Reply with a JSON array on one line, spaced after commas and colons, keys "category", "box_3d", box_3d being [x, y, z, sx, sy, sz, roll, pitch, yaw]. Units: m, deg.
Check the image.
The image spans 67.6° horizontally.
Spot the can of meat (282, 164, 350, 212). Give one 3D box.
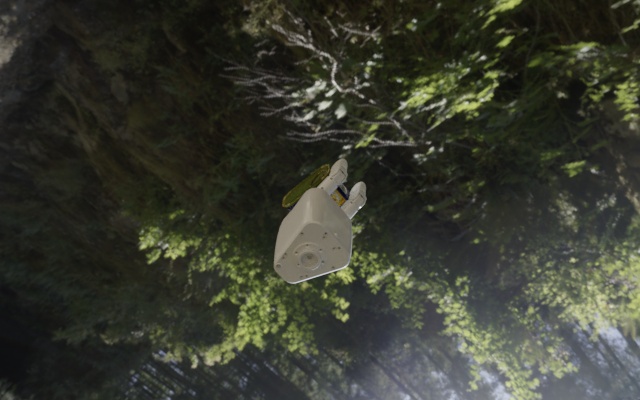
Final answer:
[{"category": "can of meat", "box_3d": [0.000, 0.003, 0.816, 0.102, 0.084, 0.057, -37, 19, 13]}]
